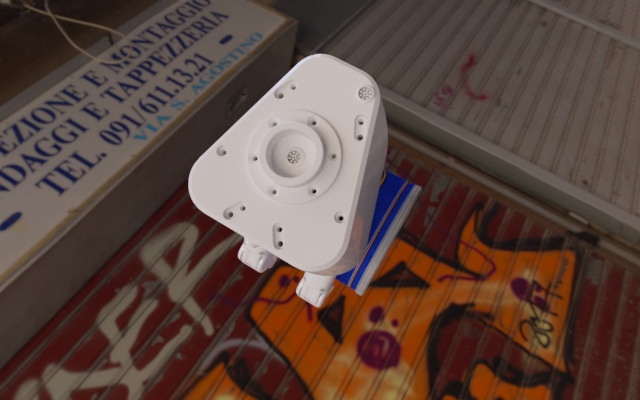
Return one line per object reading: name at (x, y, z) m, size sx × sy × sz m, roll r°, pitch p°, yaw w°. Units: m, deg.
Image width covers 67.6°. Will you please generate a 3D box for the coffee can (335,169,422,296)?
coffee can at (0.000, 0.001, 0.409) m, size 0.140 × 0.103 × 0.103 m, roll 29°, pitch 5°, yaw 10°
